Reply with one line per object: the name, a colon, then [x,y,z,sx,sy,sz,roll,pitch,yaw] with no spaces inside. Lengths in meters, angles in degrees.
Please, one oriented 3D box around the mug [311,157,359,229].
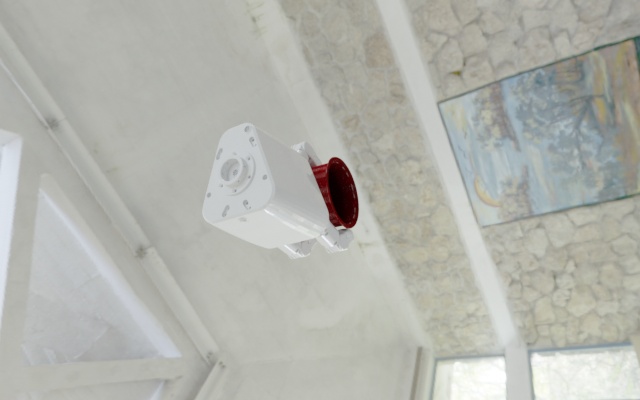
mug: [0.001,0.003,0.631,0.081,0.093,0.117,-13,-25,26]
